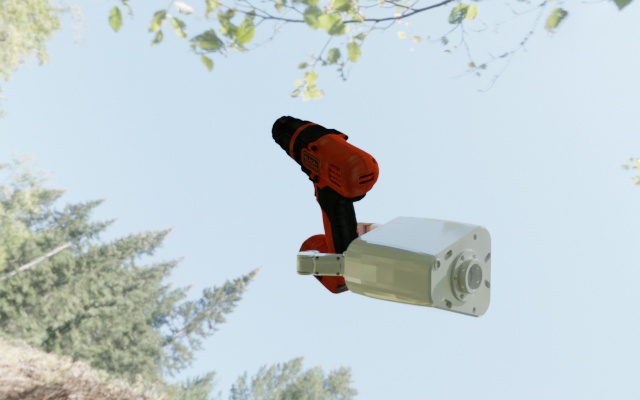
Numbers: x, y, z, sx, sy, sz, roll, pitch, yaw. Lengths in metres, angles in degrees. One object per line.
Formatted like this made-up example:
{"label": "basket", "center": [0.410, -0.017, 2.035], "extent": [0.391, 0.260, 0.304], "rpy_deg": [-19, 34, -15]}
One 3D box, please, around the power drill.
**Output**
{"label": "power drill", "center": [0.000, 0.002, 0.566], "extent": [0.057, 0.188, 0.184], "rpy_deg": [-20, 33, -24]}
